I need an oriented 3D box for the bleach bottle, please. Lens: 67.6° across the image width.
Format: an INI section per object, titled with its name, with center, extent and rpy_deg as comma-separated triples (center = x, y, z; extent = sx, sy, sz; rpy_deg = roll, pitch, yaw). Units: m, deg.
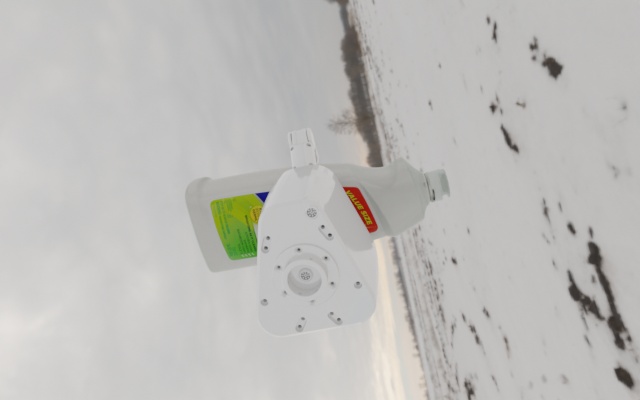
[bleach bottle]
center = 0.000, 0.002, 0.481
extent = 0.251, 0.102, 0.068
rpy_deg = -12, 14, 8
